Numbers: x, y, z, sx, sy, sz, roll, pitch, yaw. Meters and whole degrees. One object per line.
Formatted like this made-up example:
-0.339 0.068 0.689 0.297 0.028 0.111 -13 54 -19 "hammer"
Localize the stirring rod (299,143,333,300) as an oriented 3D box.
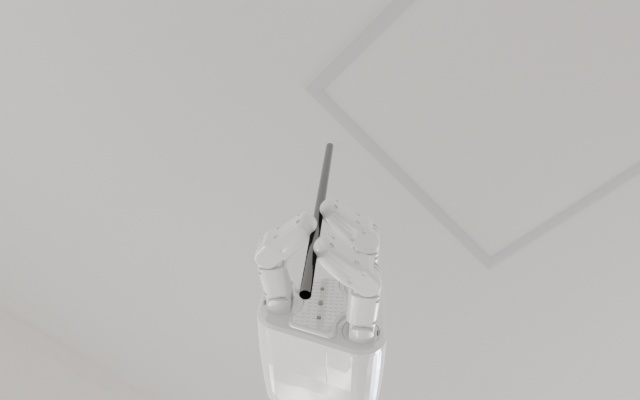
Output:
0.000 0.001 0.413 0.011 0.011 0.239 0 30 6 "stirring rod"
